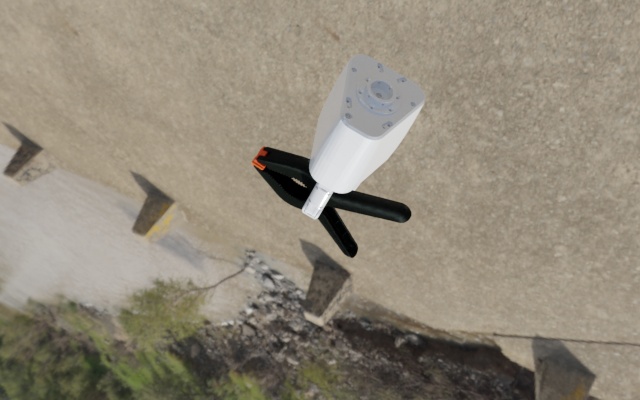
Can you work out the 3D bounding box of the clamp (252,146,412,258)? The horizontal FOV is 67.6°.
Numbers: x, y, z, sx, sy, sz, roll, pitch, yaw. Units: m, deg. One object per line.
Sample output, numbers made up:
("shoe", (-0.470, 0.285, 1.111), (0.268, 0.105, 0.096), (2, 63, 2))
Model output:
("clamp", (-0.001, 0.002, 0.650), (0.210, 0.036, 0.165), (30, -33, -1))
